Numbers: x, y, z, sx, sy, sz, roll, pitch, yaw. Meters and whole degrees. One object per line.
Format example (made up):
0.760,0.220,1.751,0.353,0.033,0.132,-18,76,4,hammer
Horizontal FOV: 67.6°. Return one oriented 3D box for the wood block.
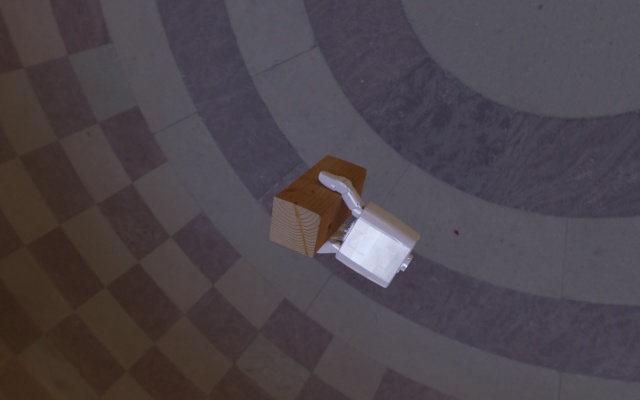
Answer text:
0.000,0.003,0.876,0.090,0.091,0.206,22,33,18,wood block
